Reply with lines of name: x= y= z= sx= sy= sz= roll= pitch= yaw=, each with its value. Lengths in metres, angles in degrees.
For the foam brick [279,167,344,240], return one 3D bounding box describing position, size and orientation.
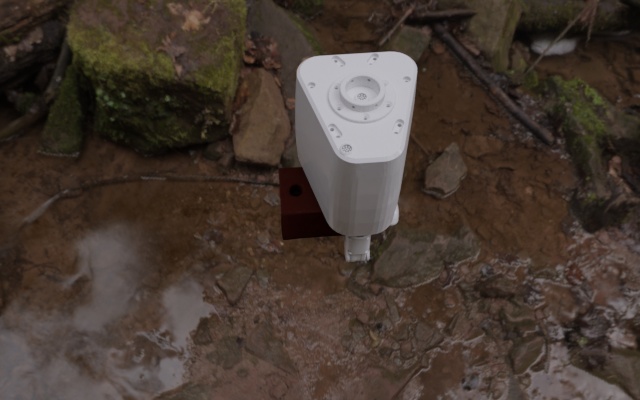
foam brick: x=0.000 y=0.002 z=0.454 sx=0.078 sy=0.053 sz=0.051 roll=-4 pitch=-31 yaw=-2
